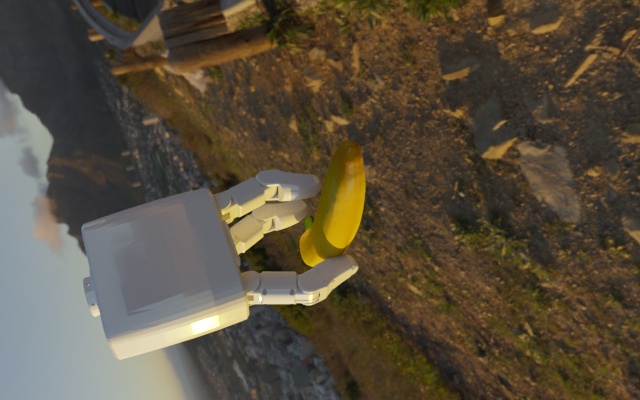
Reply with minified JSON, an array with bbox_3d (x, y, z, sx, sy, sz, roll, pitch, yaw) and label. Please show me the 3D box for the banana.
[{"bbox_3d":[0.005,0.020,0.427,0.037,0.069,0.198,-13,-17,-17],"label":"banana"}]
